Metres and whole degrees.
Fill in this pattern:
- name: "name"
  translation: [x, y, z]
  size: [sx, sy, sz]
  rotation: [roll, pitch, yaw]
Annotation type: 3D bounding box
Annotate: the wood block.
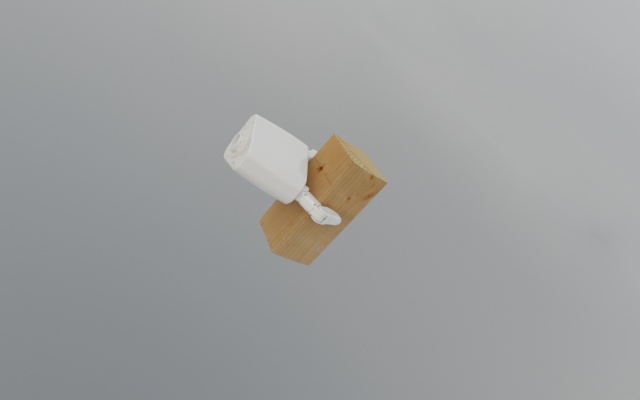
- name: "wood block"
  translation: [0.000, 0.003, 0.816]
  size: [0.090, 0.206, 0.090]
  rotation: [26, 25, -40]
